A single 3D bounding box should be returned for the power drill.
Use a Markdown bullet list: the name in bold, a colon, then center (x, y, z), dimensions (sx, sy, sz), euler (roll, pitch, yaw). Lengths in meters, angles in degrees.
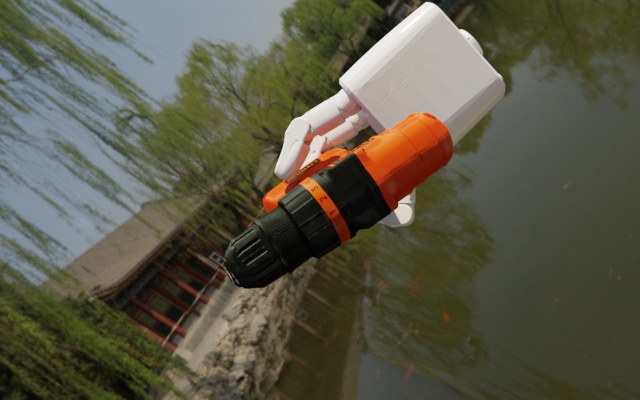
- **power drill**: center (0.000, 0.001, 0.401), dimensions (0.184, 0.057, 0.187), euler (-32, 8, -10)
